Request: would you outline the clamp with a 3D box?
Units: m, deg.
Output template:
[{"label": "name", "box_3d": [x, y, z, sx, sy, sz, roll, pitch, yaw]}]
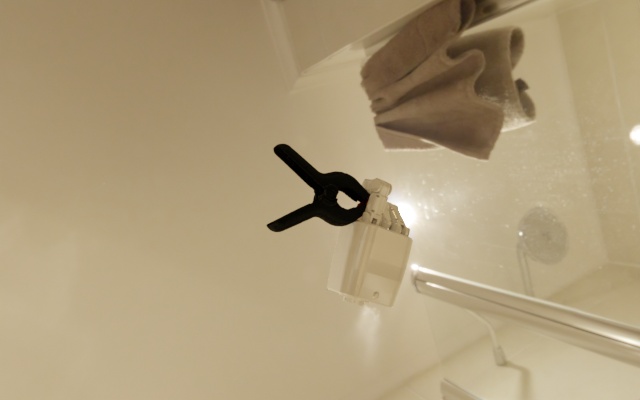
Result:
[{"label": "clamp", "box_3d": [0.000, 0.002, 0.668, 0.171, 0.120, 0.039, 20, -12, -24]}]
